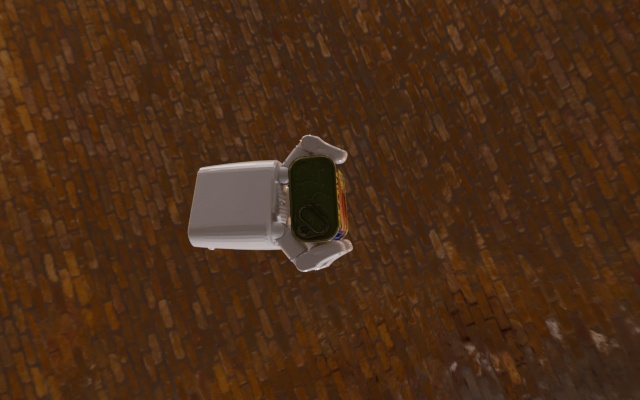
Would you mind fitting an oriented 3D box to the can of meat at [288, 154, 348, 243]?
[{"bbox_3d":[0.000,0.002,0.590,0.057,0.102,0.084,-5,-7,12],"label":"can of meat"}]
